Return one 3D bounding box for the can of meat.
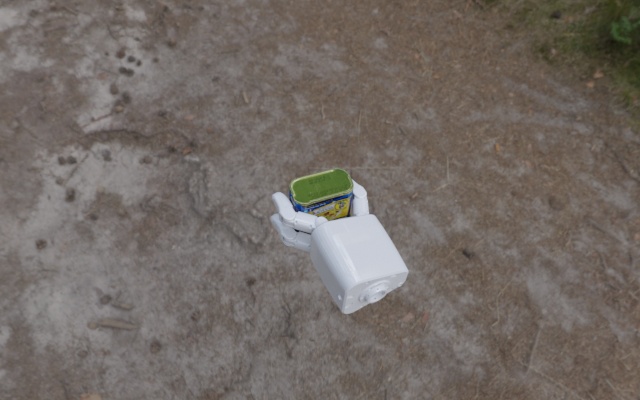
[{"bbox_3d":[0.000,0.002,0.745,0.102,0.057,0.084,-16,-35,-15],"label":"can of meat"}]
